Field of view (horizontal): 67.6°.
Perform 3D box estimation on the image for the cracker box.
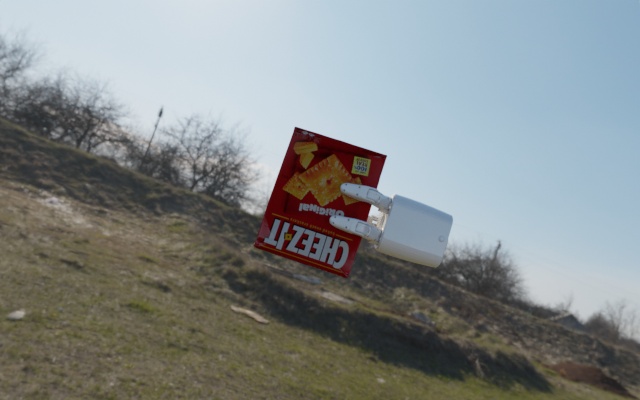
[{"bbox_3d":[0.000,0.002,0.798,0.164,0.213,0.072,18,-7,0],"label":"cracker box"}]
